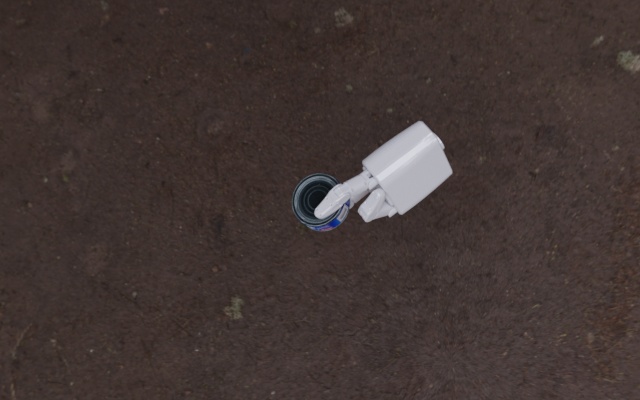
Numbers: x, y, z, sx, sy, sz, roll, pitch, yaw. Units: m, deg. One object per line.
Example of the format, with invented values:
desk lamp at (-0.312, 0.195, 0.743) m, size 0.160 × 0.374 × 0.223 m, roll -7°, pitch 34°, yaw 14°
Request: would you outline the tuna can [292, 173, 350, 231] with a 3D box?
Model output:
tuna can at (0.000, 0.002, 0.731) m, size 0.086 × 0.086 × 0.034 m, roll 0°, pitch -14°, yaw 20°
